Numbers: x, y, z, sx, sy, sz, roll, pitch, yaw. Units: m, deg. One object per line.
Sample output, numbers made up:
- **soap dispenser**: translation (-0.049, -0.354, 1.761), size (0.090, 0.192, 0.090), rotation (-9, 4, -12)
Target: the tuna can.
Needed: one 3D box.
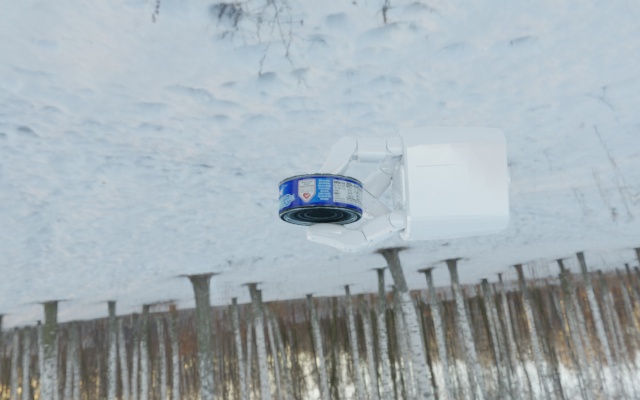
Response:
- **tuna can**: translation (0.000, 0.002, 0.479), size (0.086, 0.033, 0.086), rotation (0, -15, 0)
